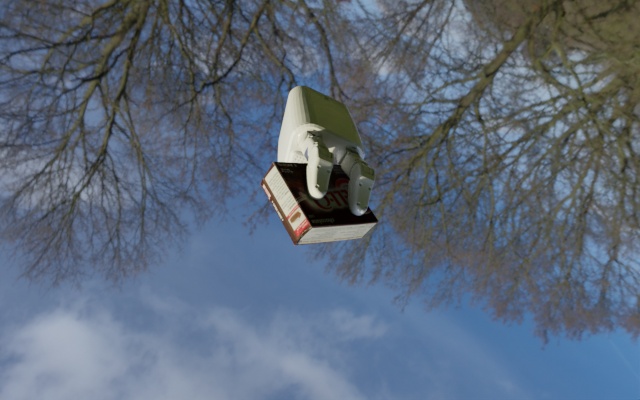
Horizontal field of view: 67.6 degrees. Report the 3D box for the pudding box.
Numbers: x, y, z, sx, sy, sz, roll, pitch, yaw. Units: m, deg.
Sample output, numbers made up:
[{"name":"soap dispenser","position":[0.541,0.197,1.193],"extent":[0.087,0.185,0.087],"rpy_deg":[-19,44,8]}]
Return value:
[{"name":"pudding box","position":[0.000,0.002,0.536],"extent":[0.113,0.090,0.039],"rpy_deg":[-4,-38,-45]}]
